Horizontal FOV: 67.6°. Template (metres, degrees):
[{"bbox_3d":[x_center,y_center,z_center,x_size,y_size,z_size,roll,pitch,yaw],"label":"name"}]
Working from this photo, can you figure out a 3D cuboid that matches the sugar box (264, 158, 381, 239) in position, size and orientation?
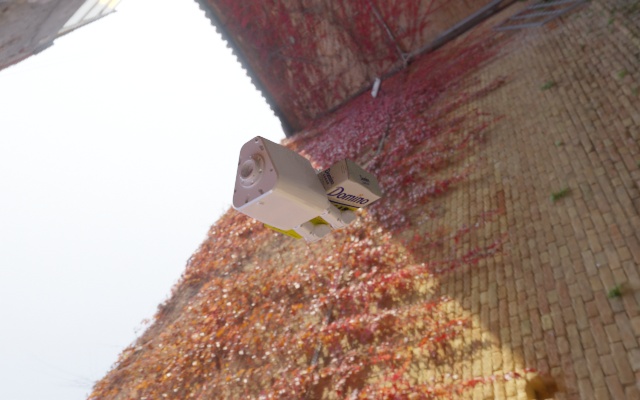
[{"bbox_3d":[0.000,0.003,0.775,0.176,0.048,0.093,-27,-33,30],"label":"sugar box"}]
